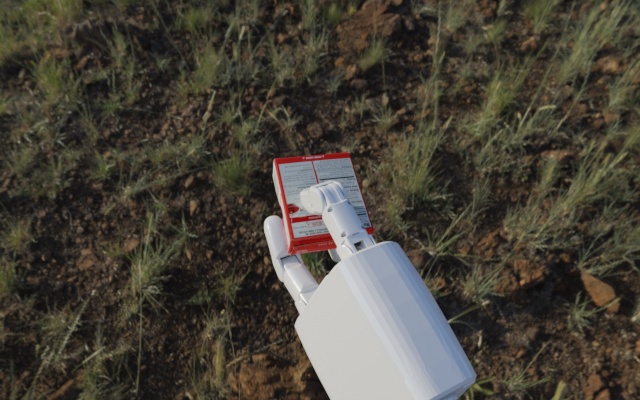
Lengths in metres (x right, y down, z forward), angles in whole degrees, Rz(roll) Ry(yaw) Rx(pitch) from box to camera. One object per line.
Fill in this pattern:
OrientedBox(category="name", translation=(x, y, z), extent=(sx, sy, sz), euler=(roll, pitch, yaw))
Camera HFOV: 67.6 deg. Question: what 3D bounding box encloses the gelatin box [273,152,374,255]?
OrientedBox(category="gelatin box", translation=(0.000, 0.001, 0.430), extent=(0.073, 0.089, 0.030), euler=(-7, -31, -13))
